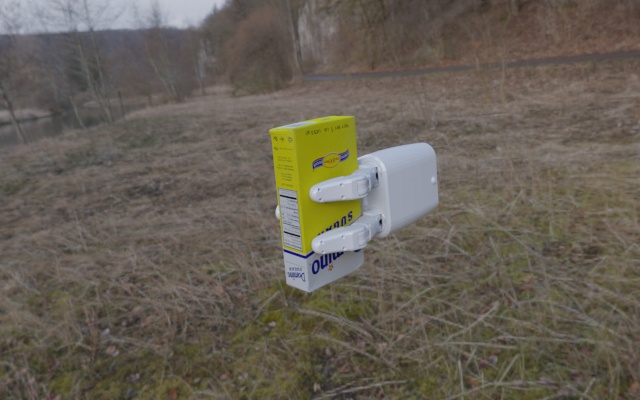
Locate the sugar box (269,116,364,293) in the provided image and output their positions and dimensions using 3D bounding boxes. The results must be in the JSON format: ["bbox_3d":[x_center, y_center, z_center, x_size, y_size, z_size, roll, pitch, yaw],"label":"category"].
[{"bbox_3d":[0.001,0.002,0.522,0.093,0.176,0.048,-19,19,-40],"label":"sugar box"}]
